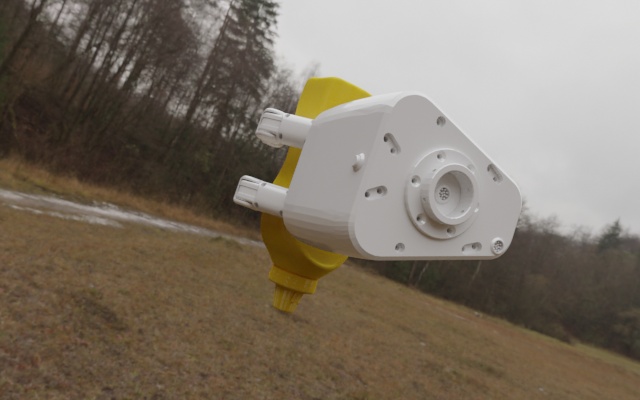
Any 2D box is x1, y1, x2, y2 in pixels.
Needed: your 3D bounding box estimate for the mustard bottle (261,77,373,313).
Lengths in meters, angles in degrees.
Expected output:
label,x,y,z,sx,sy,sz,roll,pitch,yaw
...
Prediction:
label,x,y,z,sx,sy,sz,roll,pitch,yaw
mustard bottle,0.000,0.001,0.406,0.058,0.191,0.096,14,-6,44
